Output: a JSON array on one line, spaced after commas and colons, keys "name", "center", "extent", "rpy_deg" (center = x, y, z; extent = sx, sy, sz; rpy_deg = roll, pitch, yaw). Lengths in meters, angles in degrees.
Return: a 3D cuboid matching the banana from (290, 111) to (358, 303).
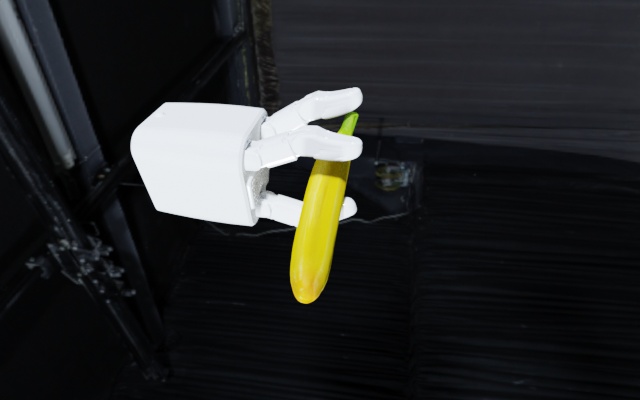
[{"name": "banana", "center": [0.000, 0.009, 0.429], "extent": [0.037, 0.197, 0.070], "rpy_deg": [10, -34, 4]}]
